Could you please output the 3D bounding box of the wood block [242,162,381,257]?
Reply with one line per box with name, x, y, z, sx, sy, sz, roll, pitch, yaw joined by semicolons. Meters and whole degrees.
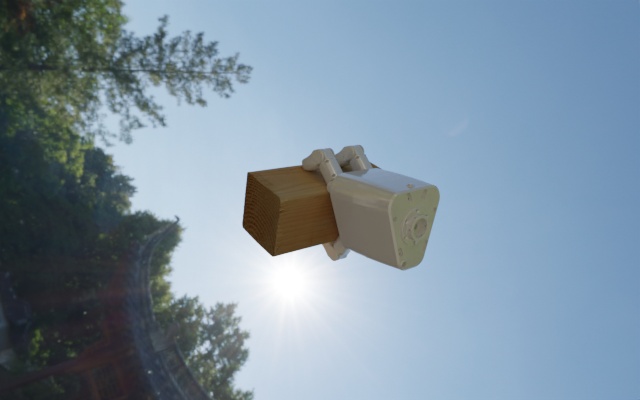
wood block;0.000;0.003;0.696;0.206;0.091;0.090;-11;32;-36
